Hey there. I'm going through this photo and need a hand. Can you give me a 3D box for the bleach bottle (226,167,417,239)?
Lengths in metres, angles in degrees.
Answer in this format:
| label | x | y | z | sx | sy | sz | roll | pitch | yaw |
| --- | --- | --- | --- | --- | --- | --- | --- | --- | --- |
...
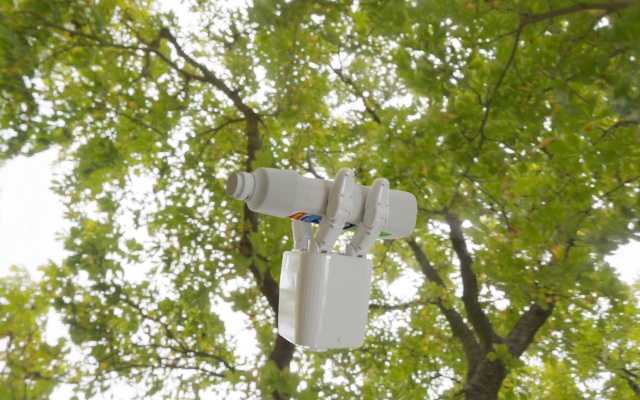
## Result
| label | x | y | z | sx | sy | sz | roll | pitch | yaw |
| --- | --- | --- | --- | --- | --- | --- | --- | --- | --- |
| bleach bottle | 0.000 | 0.002 | 0.592 | 0.251 | 0.068 | 0.102 | 11 | -9 | -35 |
